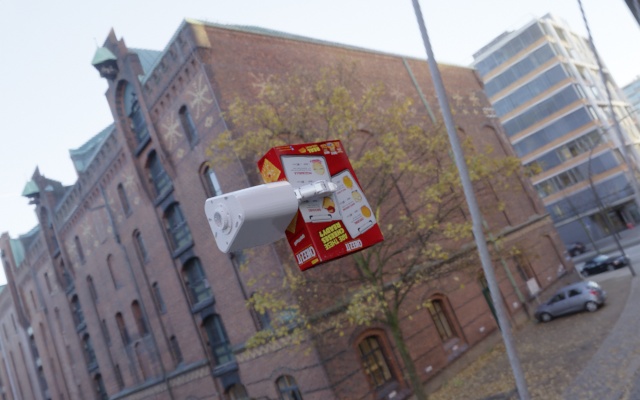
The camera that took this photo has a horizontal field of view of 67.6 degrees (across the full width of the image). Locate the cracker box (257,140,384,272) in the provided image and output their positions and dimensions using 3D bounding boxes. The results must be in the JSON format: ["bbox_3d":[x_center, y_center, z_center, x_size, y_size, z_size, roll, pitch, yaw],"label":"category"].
[{"bbox_3d":[0.000,0.003,0.863,0.164,0.213,0.072,-13,-15,-41],"label":"cracker box"}]
